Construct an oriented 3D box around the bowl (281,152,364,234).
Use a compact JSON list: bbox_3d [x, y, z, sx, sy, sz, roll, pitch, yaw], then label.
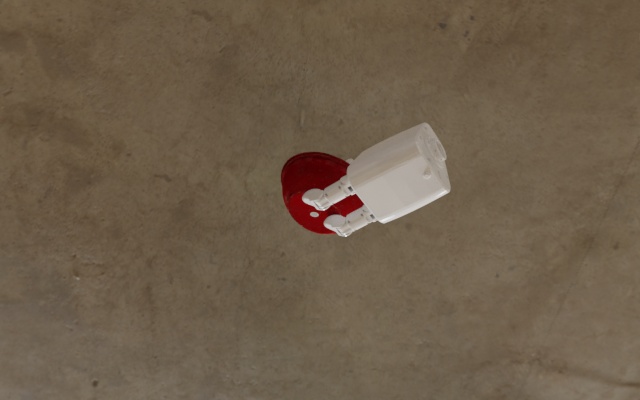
[{"bbox_3d":[-0.001,0.003,0.757,0.162,0.162,0.055,0,42,30],"label":"bowl"}]
